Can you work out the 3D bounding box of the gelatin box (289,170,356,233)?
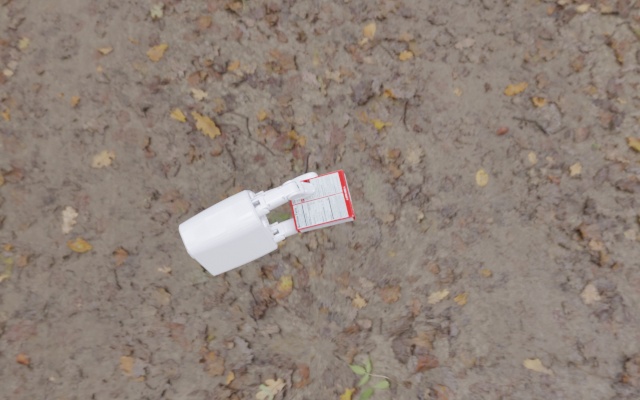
[{"bbox_3d":[0.000,0.002,0.705,0.089,0.073,0.030,-15,-14,6],"label":"gelatin box"}]
